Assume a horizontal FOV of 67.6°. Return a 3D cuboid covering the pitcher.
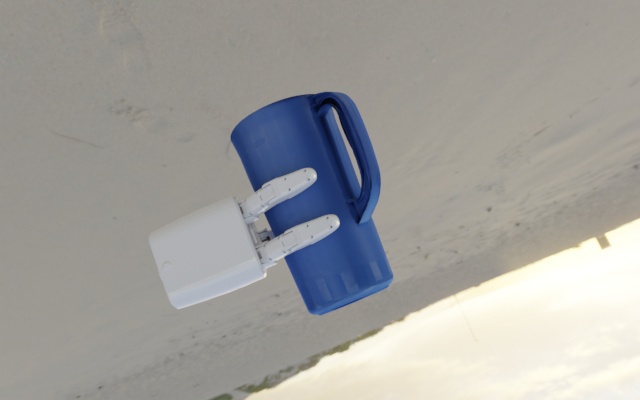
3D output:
[{"bbox_3d":[0.000,0.002,0.567,0.145,0.242,0.149,-22,-10,-5],"label":"pitcher"}]
